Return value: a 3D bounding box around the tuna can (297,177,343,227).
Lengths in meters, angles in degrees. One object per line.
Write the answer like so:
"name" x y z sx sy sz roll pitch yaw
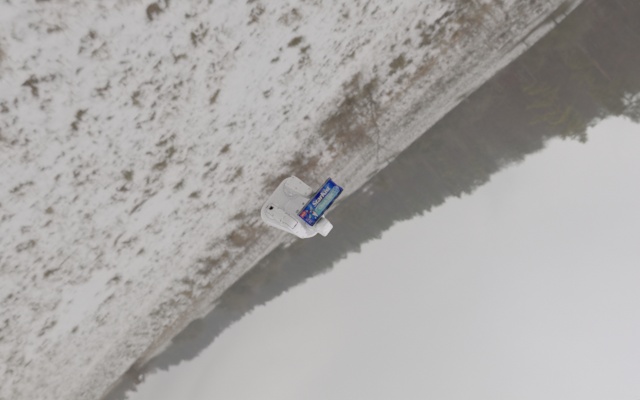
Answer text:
"tuna can" 0.001 0.003 0.808 0.034 0.086 0.086 41 0 0
